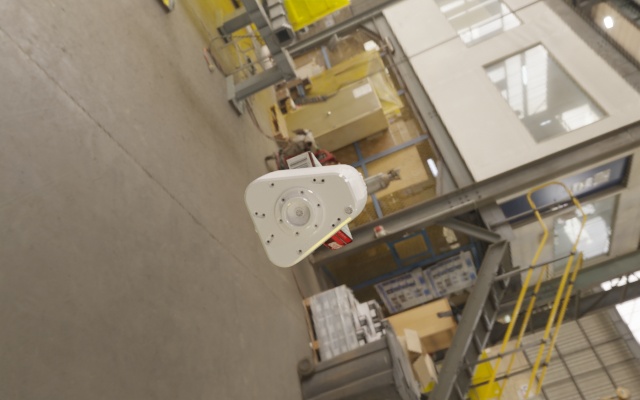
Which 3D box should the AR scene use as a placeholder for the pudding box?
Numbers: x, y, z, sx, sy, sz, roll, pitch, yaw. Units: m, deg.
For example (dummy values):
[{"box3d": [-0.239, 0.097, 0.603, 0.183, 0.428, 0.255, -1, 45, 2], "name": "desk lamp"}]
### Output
[{"box3d": [0.000, 0.002, 0.639, 0.039, 0.113, 0.090, -22, -26, 11], "name": "pudding box"}]
